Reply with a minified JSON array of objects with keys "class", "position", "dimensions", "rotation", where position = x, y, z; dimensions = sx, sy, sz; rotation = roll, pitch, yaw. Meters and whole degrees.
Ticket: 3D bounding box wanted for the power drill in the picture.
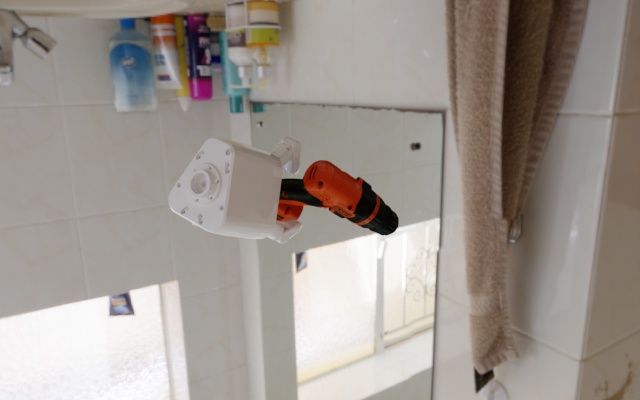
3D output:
[{"class":"power drill","position":[0.000,0.002,0.692],"dimensions":[0.187,0.057,0.184],"rotation":[-3,-27,43]}]
